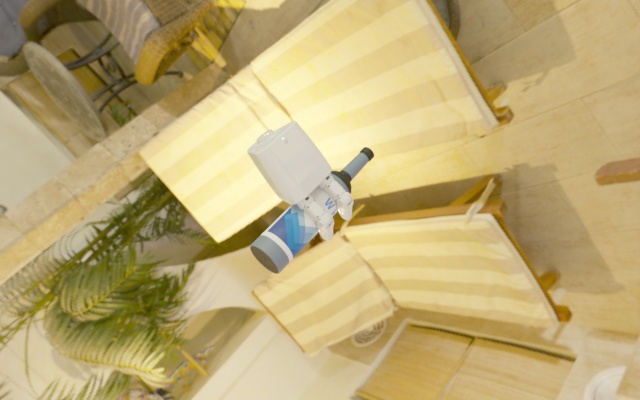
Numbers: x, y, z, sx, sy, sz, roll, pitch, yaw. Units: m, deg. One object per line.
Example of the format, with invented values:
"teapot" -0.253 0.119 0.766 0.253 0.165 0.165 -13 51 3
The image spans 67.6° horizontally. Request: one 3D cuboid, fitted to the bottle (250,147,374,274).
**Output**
"bottle" 0.000 0.003 0.848 0.295 0.069 0.069 -46 24 -26
